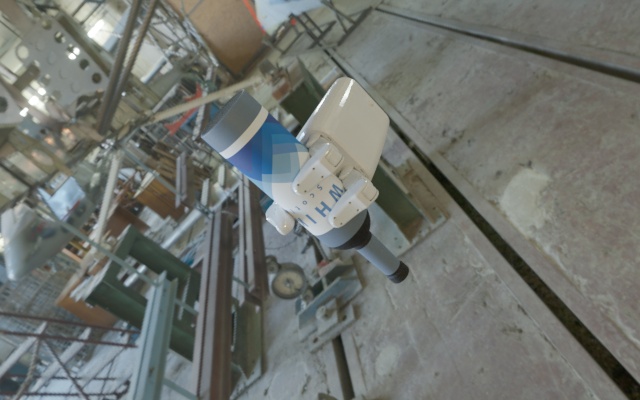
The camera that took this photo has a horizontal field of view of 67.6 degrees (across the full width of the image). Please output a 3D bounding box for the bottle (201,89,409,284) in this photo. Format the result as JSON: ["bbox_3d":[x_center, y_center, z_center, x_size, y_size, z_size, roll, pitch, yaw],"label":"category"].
[{"bbox_3d":[0.000,0.002,0.544,0.296,0.069,0.069,42,-19,-22],"label":"bottle"}]
